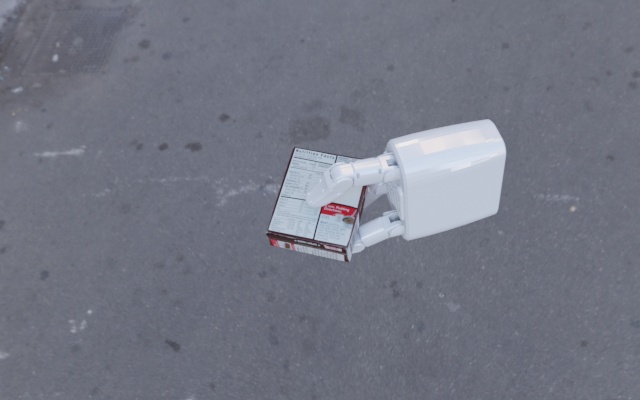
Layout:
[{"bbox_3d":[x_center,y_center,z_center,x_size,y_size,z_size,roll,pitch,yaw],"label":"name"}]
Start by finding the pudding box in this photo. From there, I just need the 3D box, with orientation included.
[{"bbox_3d":[0.000,0.002,0.517,0.090,0.113,0.039,11,-28,11],"label":"pudding box"}]
